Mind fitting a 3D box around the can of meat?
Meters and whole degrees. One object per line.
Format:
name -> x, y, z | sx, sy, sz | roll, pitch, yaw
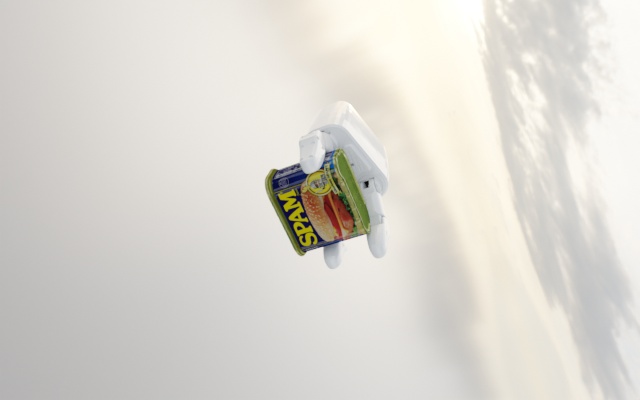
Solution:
can of meat -> 0.000, 0.002, 0.524 | 0.084, 0.102, 0.057 | -18, 21, 17
